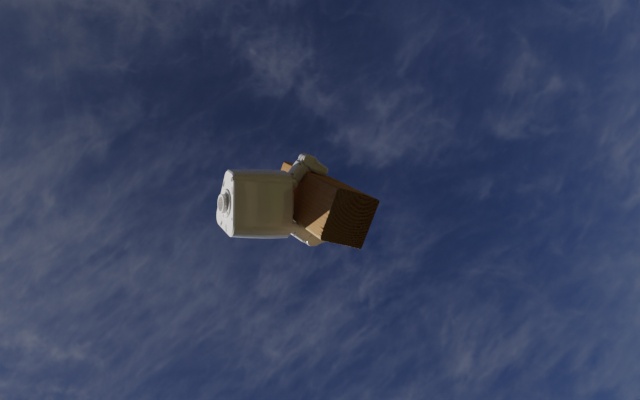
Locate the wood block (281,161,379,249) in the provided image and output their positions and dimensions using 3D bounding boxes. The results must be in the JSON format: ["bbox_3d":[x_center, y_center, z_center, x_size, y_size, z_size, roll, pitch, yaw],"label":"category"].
[{"bbox_3d":[0.000,0.002,0.855,0.090,0.091,0.206,15,8,-33],"label":"wood block"}]
